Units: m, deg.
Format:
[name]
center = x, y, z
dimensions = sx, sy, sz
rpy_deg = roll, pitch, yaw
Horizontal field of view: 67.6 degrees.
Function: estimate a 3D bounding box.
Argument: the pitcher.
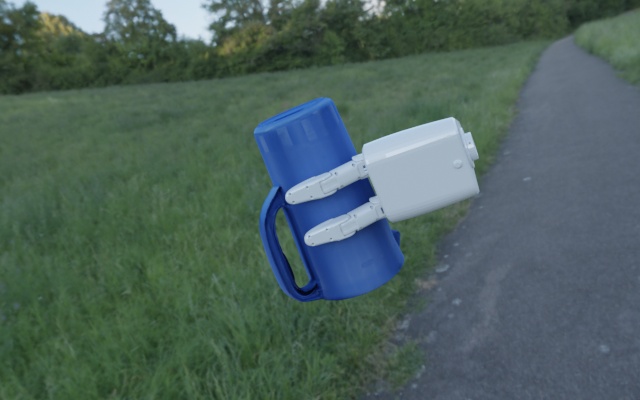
[pitcher]
center = 0.000, 0.002, 0.618
dimensions = 0.145, 0.243, 0.149
rpy_deg = -18, 15, 20
